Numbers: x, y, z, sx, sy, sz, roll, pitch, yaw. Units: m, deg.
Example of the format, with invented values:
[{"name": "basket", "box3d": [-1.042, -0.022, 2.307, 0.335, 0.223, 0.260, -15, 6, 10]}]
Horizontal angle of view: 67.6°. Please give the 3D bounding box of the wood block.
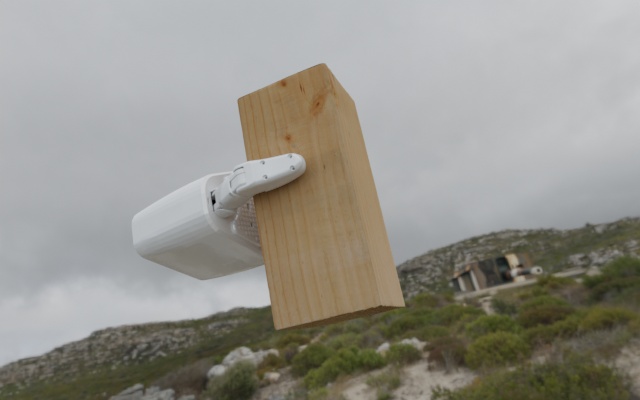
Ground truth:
[{"name": "wood block", "box3d": [0.000, 0.001, 0.423, 0.090, 0.206, 0.091, -18, -17, 18]}]
